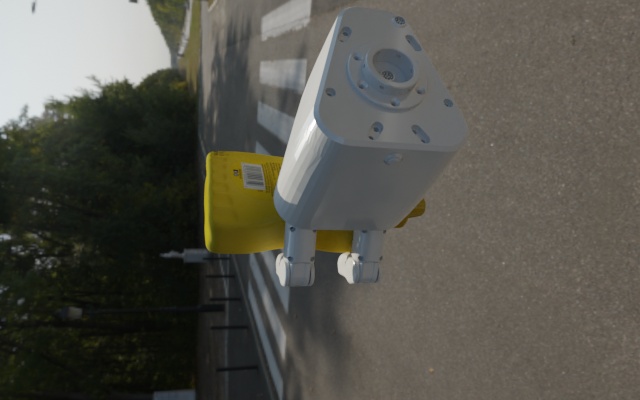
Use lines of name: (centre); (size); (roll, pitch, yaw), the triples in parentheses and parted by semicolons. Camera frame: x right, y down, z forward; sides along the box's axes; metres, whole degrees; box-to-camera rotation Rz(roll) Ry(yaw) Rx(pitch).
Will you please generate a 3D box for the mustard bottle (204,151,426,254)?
mustard bottle: (0.000, 0.002, 0.408); (0.191, 0.058, 0.096); (2, 39, -16)
